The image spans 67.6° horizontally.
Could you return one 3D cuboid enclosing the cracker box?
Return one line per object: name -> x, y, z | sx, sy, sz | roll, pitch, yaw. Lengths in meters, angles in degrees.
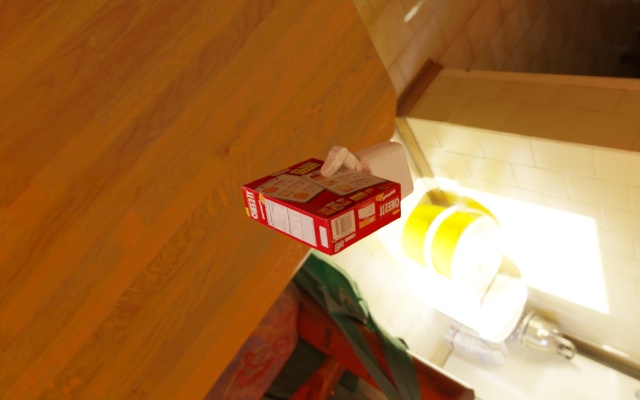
cracker box -> 0.000, 0.002, 0.787 | 0.164, 0.072, 0.213 | -25, 30, -36
